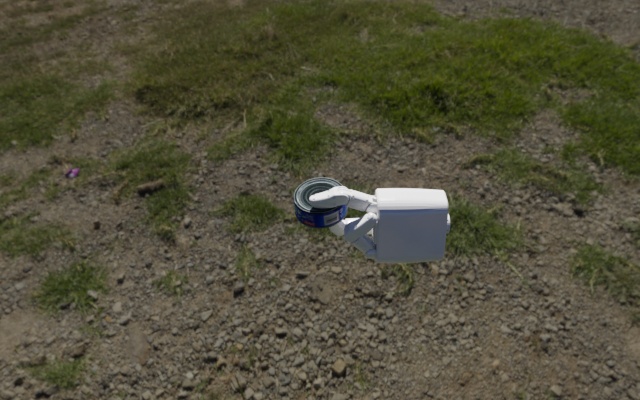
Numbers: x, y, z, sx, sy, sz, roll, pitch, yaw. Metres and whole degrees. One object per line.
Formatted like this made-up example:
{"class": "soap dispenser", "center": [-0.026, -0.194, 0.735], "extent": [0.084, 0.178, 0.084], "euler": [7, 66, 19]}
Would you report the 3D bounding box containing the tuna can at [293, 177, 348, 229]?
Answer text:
{"class": "tuna can", "center": [0.000, 0.002, 0.758], "extent": [0.086, 0.034, 0.086], "euler": [-3, 43, 3]}
